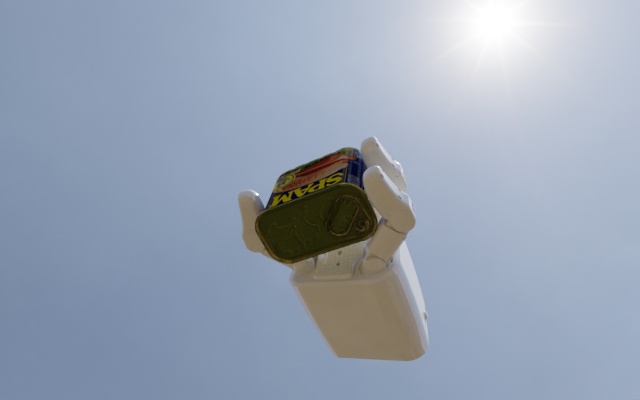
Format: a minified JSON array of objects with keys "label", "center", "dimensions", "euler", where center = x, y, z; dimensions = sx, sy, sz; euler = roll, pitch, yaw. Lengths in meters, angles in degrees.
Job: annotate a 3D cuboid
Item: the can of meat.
[{"label":"can of meat","center":[0.000,0.001,0.434],"dimensions":[0.102,0.057,0.084],"euler":[-20,25,17]}]
